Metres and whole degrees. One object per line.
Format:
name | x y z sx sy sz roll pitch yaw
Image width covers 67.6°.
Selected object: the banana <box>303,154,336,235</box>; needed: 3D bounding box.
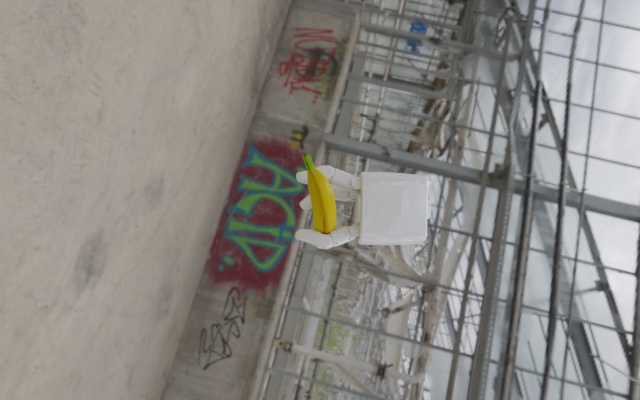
banana | 0.003 0.015 0.756 0.037 0.069 0.198 -11 -38 -4
